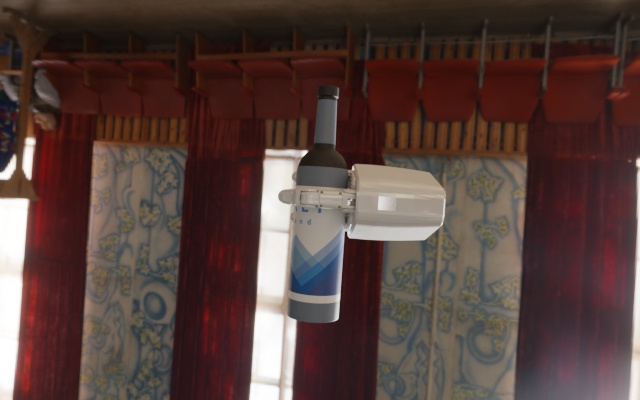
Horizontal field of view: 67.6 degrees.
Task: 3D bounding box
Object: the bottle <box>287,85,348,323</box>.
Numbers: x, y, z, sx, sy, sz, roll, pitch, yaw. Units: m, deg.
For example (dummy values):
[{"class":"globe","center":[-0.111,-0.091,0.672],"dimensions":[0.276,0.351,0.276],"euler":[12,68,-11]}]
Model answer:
[{"class":"bottle","center":[0.000,0.002,0.612],"dimensions":[0.069,0.295,0.069],"euler":[4,0,0]}]
